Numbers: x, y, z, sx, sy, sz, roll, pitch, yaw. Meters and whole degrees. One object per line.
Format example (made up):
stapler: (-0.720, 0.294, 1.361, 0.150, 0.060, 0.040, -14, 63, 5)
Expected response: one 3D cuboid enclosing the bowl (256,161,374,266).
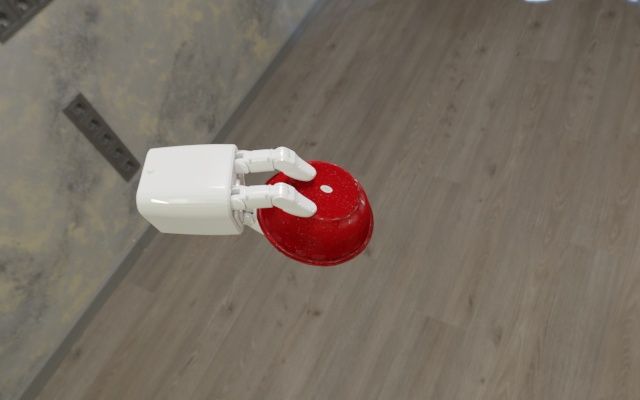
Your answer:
bowl: (0.001, 0.002, 0.620, 0.162, 0.162, 0.055, 0, -35, -16)
